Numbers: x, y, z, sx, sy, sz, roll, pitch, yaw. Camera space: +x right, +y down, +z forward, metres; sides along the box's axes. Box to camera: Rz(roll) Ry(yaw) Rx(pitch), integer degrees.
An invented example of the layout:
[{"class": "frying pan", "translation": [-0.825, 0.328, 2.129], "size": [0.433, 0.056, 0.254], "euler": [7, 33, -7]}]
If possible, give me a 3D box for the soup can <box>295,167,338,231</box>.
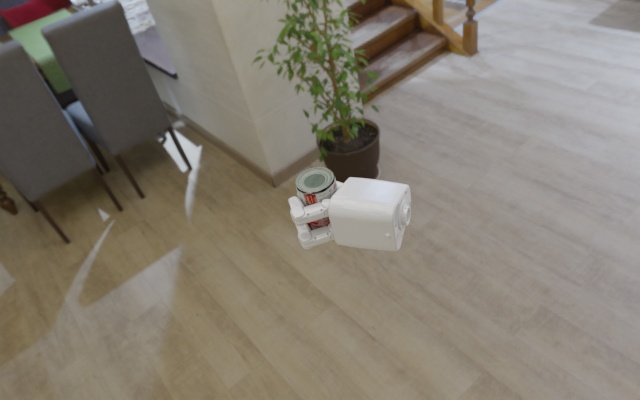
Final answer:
[{"class": "soup can", "translation": [0.000, 0.002, 0.812], "size": [0.068, 0.102, 0.068], "euler": [-8, 41, 7]}]
